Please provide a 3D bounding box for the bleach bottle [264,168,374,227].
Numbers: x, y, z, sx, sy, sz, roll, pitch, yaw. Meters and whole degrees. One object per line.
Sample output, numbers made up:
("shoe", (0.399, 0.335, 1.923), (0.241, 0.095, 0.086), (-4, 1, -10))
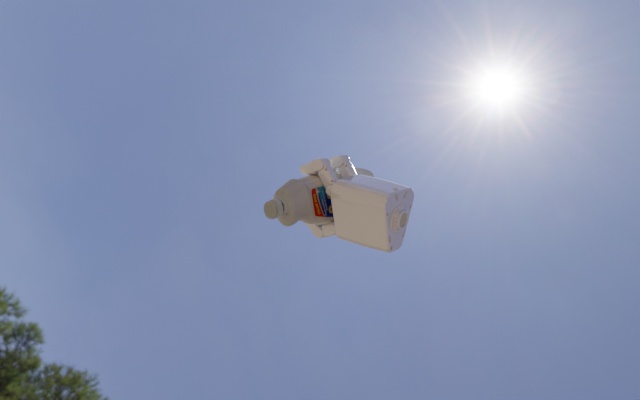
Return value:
("bleach bottle", (0.000, 0.003, 0.848), (0.068, 0.102, 0.251), (15, 19, 38))
